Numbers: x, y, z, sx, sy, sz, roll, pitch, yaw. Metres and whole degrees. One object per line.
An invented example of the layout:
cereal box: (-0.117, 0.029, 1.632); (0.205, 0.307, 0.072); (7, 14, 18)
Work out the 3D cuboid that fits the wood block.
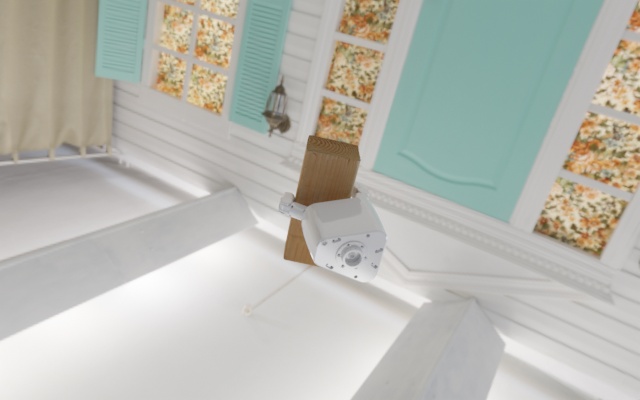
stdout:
wood block: (0.000, 0.003, 0.834); (0.091, 0.206, 0.090); (12, 23, -4)
